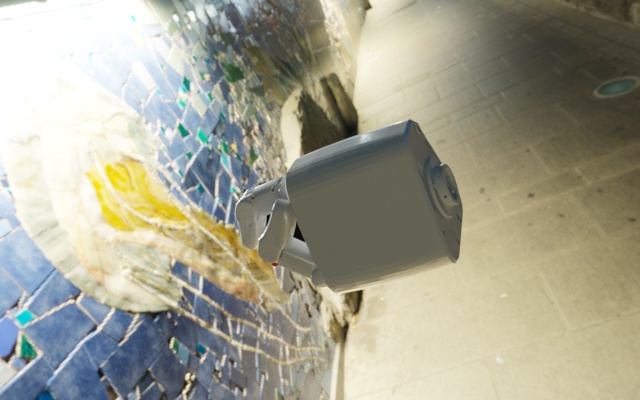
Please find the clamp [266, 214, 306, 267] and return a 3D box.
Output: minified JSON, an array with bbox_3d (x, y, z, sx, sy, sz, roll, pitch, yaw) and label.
[{"bbox_3d":[0.000,0.001,0.492,0.120,0.039,0.171,-19,25,29],"label":"clamp"}]
